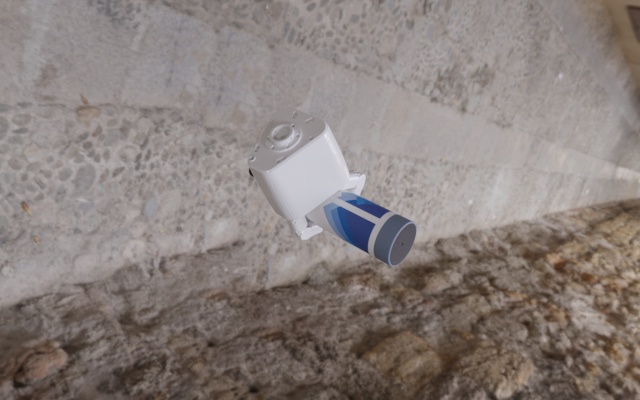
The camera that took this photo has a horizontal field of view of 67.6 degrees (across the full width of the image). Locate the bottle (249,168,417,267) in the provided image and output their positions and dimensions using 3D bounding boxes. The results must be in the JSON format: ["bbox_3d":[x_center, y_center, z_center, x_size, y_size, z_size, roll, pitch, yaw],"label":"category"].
[{"bbox_3d":[0.000,0.002,0.712,0.295,0.069,0.069,27,16,33],"label":"bottle"}]
